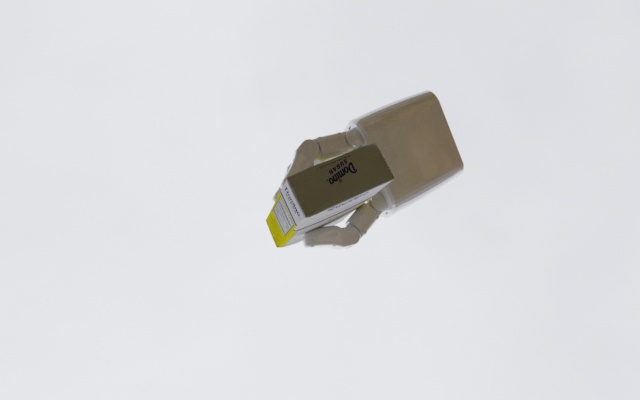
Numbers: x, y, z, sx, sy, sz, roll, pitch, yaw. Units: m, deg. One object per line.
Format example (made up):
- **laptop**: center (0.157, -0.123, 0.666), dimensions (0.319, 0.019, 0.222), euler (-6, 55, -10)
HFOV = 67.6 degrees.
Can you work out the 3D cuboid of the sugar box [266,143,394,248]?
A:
- **sugar box**: center (0.000, 0.001, 0.494), dimensions (0.093, 0.048, 0.176), euler (-23, -10, -18)
